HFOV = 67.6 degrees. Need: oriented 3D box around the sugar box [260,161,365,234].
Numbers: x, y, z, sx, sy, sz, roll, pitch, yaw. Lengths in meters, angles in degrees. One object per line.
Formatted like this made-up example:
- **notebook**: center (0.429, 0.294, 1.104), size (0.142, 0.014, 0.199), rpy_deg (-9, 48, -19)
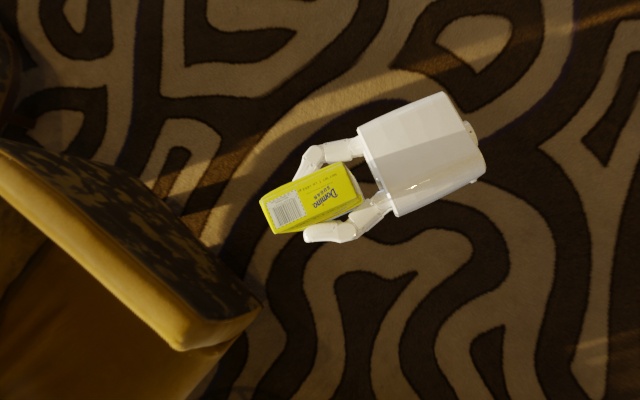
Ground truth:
- **sugar box**: center (0.000, 0.002, 0.548), size (0.093, 0.048, 0.176), rpy_deg (-24, -8, 7)
